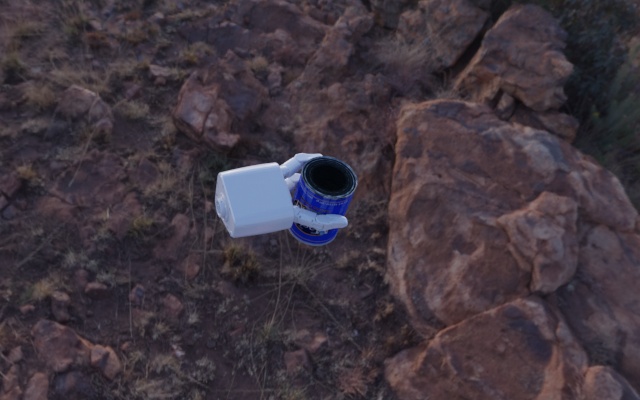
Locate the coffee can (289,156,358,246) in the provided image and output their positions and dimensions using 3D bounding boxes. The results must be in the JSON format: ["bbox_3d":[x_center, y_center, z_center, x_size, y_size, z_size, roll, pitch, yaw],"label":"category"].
[{"bbox_3d":[0.000,0.003,0.886,0.103,0.102,0.140,0,-40,-18],"label":"coffee can"}]
